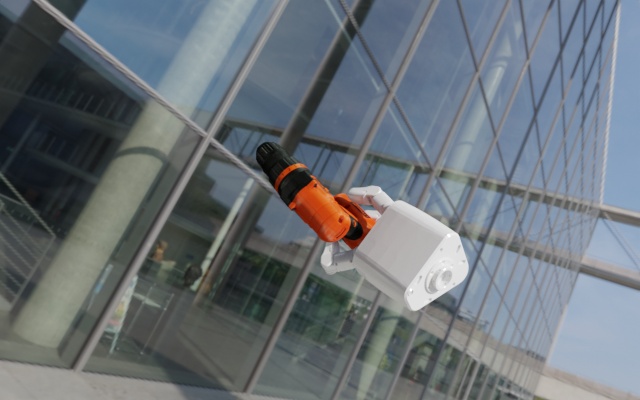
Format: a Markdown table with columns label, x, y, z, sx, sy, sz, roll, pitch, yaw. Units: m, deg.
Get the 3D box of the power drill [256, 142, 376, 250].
| label | x | y | z | sx | sy | sz | roll | pitch | yaw |
| --- | --- | --- | --- | --- | --- | --- | --- | --- | --- |
| power drill | 0.001 | 0.003 | 0.690 | 0.184 | 0.057 | 0.188 | 49 | 10 | 30 |
